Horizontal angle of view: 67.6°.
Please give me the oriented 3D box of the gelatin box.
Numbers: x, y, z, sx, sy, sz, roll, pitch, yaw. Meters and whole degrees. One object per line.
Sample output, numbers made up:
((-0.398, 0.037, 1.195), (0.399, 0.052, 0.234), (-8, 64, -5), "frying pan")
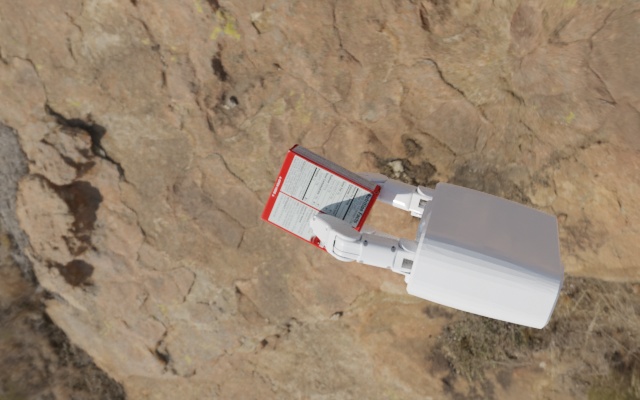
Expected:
((0.000, 0.001, 0.435), (0.089, 0.073, 0.030), (26, 22, 5), "gelatin box")
